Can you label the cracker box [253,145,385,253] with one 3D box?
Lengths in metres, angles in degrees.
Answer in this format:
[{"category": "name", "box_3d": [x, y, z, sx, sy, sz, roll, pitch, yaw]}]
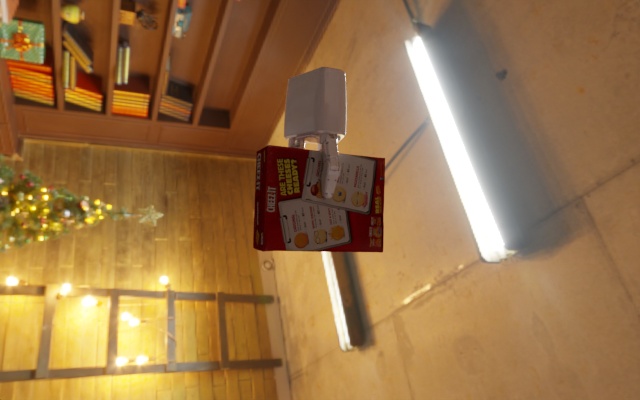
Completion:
[{"category": "cracker box", "box_3d": [0.000, 0.003, 0.793, 0.214, 0.164, 0.072, 3, -4, -24]}]
